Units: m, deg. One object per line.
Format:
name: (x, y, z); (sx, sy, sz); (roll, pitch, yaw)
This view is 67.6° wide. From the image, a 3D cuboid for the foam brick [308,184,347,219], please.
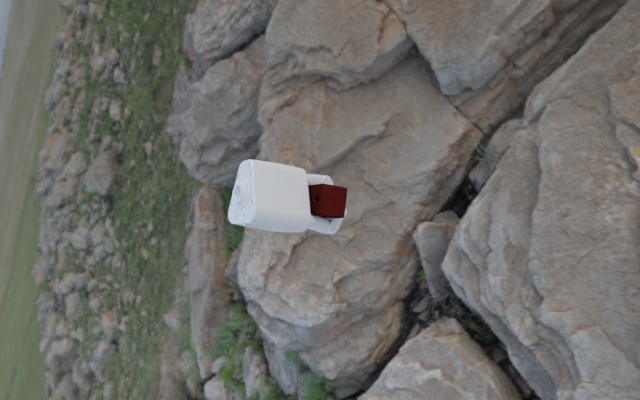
foam brick: (0.000, 0.003, 0.817); (0.051, 0.053, 0.078); (10, -9, -36)
